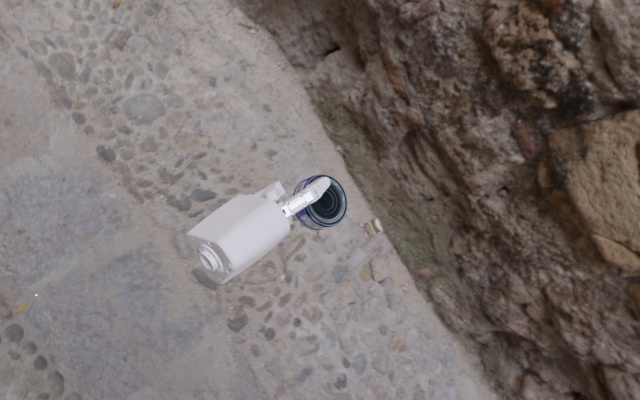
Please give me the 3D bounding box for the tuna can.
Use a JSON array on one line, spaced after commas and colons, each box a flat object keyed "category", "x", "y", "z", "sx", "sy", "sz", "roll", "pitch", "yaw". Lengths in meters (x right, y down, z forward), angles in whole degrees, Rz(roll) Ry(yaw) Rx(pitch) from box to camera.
[{"category": "tuna can", "x": 0.000, "y": 0.002, "z": 0.753, "sx": 0.086, "sy": 0.086, "sz": 0.034, "roll": 0, "pitch": -12, "yaw": -36}]
